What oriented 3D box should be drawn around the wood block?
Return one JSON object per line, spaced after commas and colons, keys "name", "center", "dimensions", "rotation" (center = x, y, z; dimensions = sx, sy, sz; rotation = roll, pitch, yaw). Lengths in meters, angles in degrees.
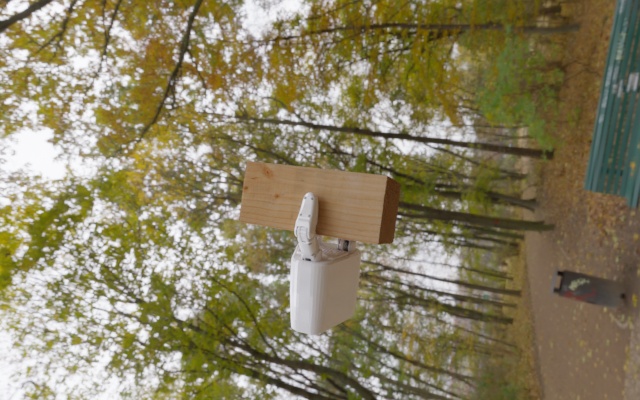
{"name": "wood block", "center": [0.000, 0.003, 0.680], "dimensions": [0.206, 0.090, 0.091], "rotation": [7, -1, 21]}
